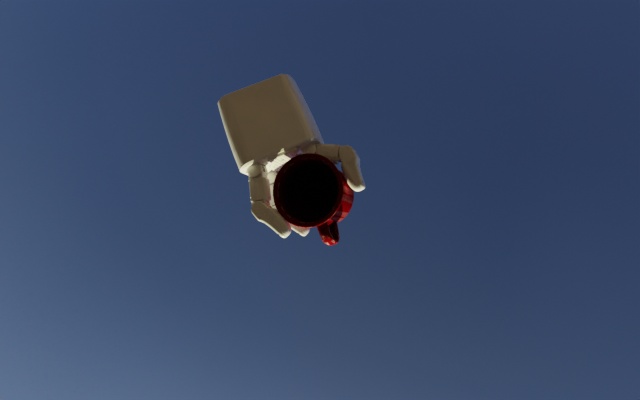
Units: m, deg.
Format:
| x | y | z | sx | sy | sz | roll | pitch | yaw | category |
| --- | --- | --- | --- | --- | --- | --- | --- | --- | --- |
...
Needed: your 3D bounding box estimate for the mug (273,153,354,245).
| x | y | z | sx | sy | sz | roll | pitch | yaw | category |
| --- | --- | --- | --- | --- | --- | --- | --- | --- | --- |
| 0.001 | 0.003 | 0.624 | 0.093 | 0.117 | 0.081 | -24 | -12 | 15 | mug |
